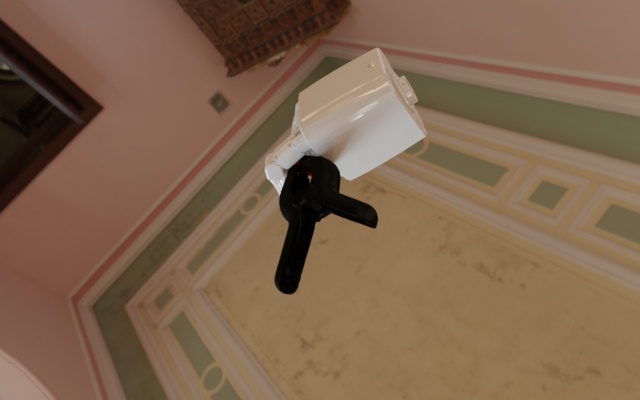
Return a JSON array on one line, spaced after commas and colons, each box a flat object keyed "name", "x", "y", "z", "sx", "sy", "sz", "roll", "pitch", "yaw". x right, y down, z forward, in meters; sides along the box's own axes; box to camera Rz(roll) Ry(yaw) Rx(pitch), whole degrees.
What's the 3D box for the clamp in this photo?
[{"name": "clamp", "x": 0.000, "y": 0.002, "z": 0.485, "sx": 0.120, "sy": 0.171, "sz": 0.039, "roll": -30, "pitch": -50, "yaw": 22}]
